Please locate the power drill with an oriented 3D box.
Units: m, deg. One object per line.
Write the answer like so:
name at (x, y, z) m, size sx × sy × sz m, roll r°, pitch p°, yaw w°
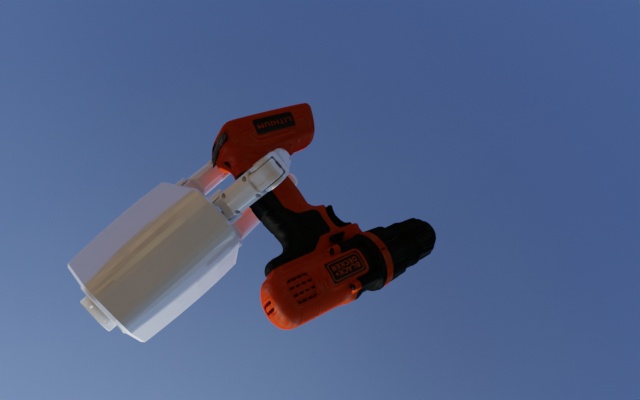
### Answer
power drill at (0.000, 0.001, 0.435) m, size 0.184 × 0.187 × 0.057 m, roll -20°, pitch -21°, yaw -34°
